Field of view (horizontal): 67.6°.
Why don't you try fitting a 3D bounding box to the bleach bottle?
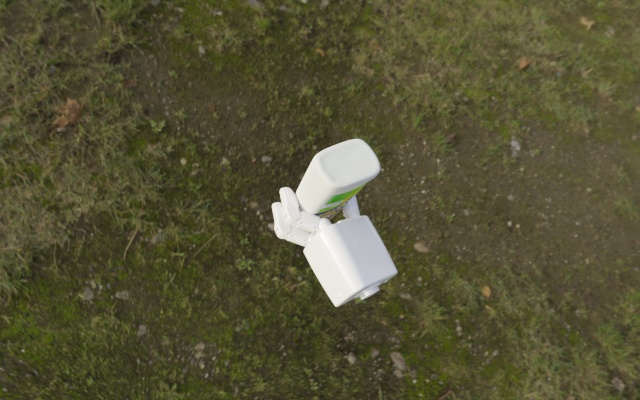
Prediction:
[{"bbox_3d":[0.000,0.003,0.776,0.102,0.068,0.251,-22,-18,-28],"label":"bleach bottle"}]
